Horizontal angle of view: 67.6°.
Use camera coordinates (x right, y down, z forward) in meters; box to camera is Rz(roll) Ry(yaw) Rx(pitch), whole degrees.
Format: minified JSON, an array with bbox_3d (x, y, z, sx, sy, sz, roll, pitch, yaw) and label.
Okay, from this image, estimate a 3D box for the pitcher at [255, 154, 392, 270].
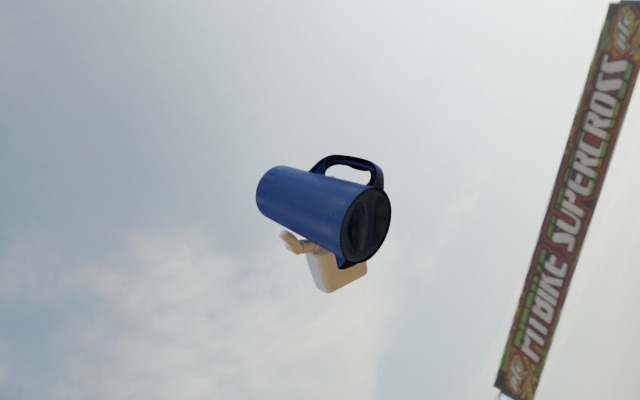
[{"bbox_3d":[0.000,0.003,0.858,0.242,0.145,0.149,21,46,41],"label":"pitcher"}]
